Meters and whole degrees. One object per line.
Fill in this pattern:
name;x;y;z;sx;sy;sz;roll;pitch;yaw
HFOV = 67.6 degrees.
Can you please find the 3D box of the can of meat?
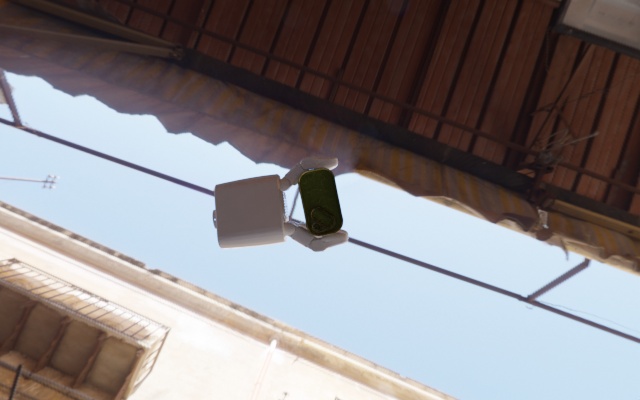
can of meat;0.000;0.002;0.762;0.057;0.102;0.084;-12;0;0
